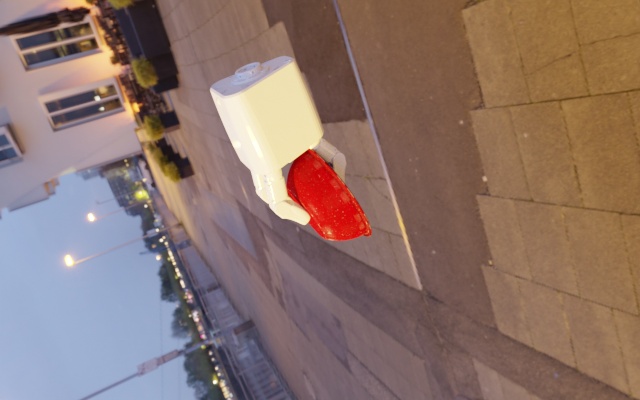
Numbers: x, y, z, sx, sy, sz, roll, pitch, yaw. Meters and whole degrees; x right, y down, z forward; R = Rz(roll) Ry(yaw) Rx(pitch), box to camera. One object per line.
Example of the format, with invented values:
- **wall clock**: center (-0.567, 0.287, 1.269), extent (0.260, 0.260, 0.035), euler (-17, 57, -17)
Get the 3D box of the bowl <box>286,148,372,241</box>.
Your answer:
- **bowl**: center (0.000, 0.004, 0.672), extent (0.055, 0.162, 0.162), euler (-38, 7, -9)
